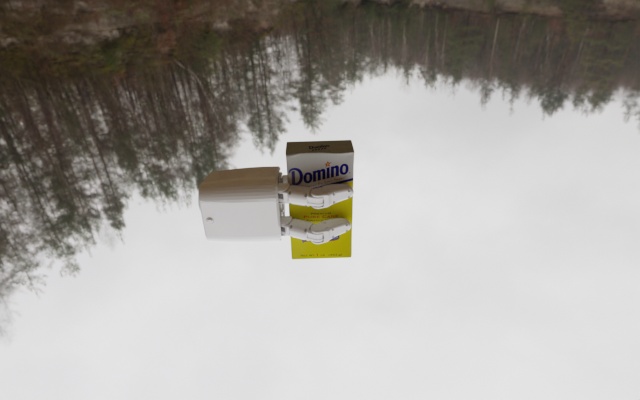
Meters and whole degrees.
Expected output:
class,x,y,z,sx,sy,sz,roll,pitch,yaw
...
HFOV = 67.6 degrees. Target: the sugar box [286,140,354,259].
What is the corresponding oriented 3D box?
class,x,y,z,sx,sy,sz,roll,pitch,yaw
sugar box,0.000,0.003,0.684,0.093,0.176,0.048,-3,33,-1
